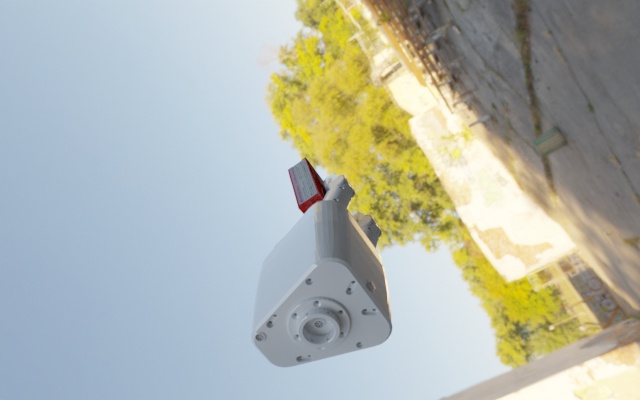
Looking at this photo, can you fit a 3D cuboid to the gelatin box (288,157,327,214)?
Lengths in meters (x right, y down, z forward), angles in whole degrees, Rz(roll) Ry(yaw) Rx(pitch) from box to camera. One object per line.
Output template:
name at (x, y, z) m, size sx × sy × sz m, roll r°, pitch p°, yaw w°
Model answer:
gelatin box at (0.000, 0.002, 0.540) m, size 0.030 × 0.073 × 0.089 m, roll -34°, pitch 32°, yaw 8°
